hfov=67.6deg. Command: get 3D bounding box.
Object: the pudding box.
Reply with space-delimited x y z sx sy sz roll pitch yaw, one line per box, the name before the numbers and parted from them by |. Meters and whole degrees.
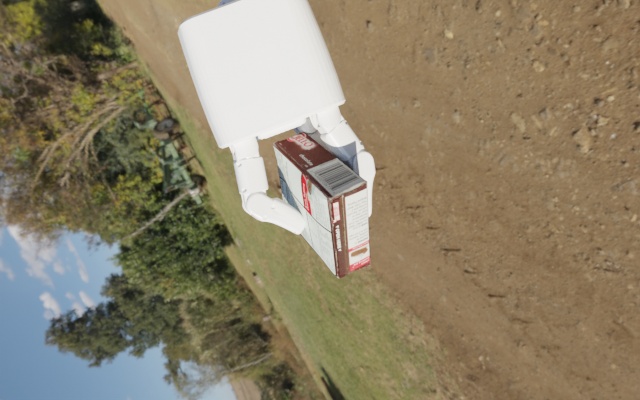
pudding box | 0.000 0.001 0.433 0.039 0.090 0.113 -21 38 -18
